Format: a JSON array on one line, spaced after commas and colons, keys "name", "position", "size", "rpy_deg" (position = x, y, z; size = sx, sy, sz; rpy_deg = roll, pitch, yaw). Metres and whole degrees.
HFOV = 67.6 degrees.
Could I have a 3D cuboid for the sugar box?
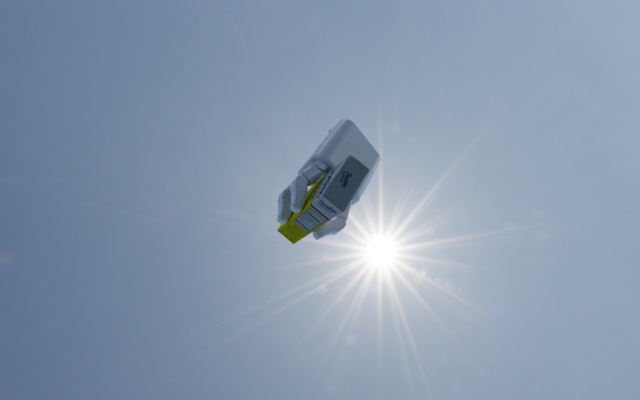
[{"name": "sugar box", "position": [0.000, 0.002, 0.765], "size": [0.048, 0.093, 0.176], "rpy_deg": [38, -34, -7]}]
